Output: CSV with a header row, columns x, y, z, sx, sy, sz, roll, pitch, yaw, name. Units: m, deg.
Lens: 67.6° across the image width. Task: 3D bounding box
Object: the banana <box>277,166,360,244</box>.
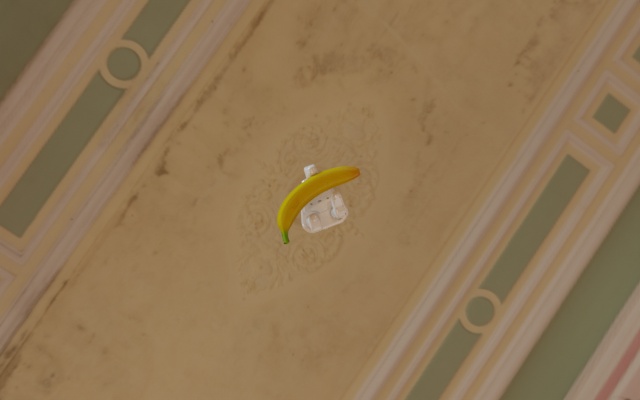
x,y,z,sx,sy,sz,roll,pitch,yaw,name
-0.015,-0.007,0.891,0.069,0.198,0.037,44,-9,11,banana
